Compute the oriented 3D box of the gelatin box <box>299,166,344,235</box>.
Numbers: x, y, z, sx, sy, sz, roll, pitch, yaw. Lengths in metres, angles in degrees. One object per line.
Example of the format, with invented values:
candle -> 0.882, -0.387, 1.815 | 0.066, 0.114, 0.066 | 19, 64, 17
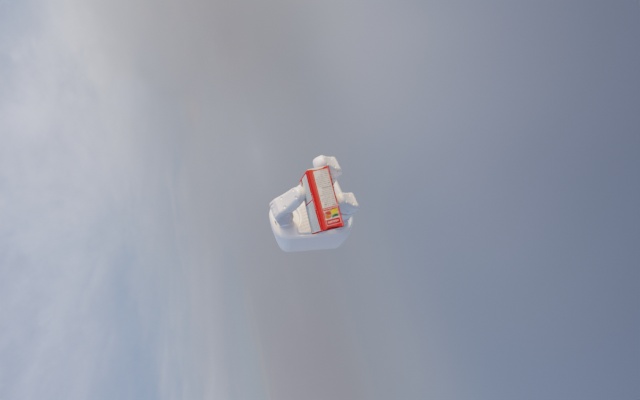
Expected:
gelatin box -> 0.000, 0.002, 0.583 | 0.030, 0.073, 0.089 | -13, -4, -9
